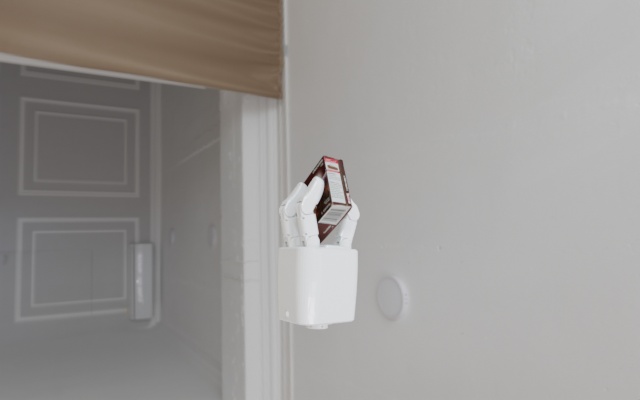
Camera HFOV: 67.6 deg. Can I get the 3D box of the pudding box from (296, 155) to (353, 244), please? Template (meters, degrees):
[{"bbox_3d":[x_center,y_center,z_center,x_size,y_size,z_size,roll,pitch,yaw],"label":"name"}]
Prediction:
[{"bbox_3d":[0.000,0.002,0.720,0.039,0.090,0.113,10,-39,-28],"label":"pudding box"}]
